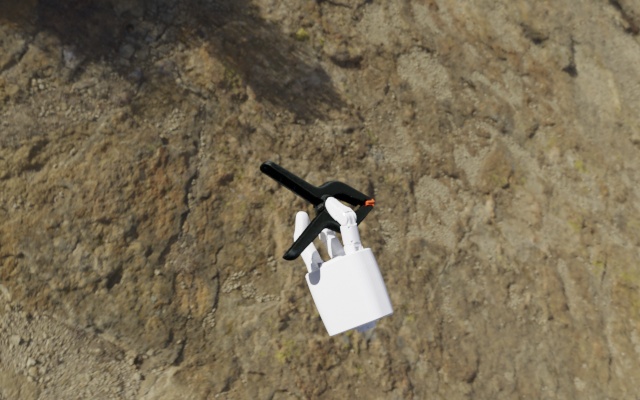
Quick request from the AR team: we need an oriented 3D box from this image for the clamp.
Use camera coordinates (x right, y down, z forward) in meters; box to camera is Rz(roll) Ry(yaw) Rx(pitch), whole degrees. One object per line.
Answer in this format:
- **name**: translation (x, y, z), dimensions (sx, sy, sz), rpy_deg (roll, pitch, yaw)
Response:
- **clamp**: translation (0.001, 0.002, 0.788), dimensions (0.210, 0.164, 0.036), rpy_deg (-10, -18, -39)
